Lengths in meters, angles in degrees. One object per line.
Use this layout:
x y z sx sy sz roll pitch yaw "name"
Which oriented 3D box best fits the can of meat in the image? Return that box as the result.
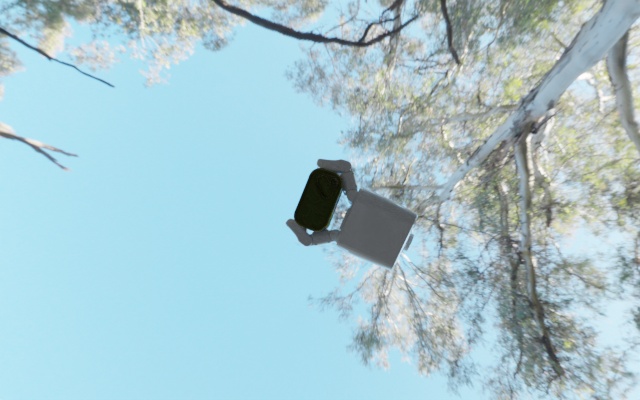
0.000 0.003 0.813 0.057 0.102 0.084 21 -3 7 "can of meat"
